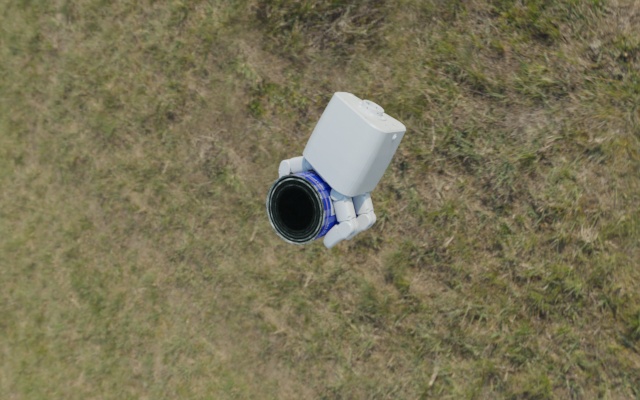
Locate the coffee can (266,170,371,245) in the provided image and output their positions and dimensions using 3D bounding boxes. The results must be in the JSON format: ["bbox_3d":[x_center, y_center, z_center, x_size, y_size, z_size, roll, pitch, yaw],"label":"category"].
[{"bbox_3d":[0.000,0.002,0.733,0.103,0.103,0.140,0,9,33],"label":"coffee can"}]
